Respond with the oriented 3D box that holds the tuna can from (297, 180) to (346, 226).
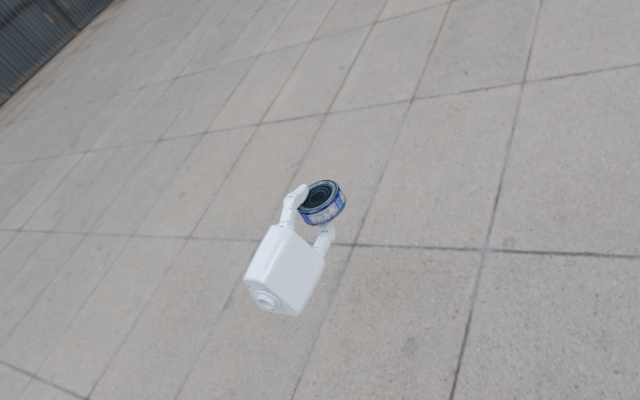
[{"bbox_3d":[0.000,0.002,0.844,0.086,0.034,0.086,-21,35,16],"label":"tuna can"}]
